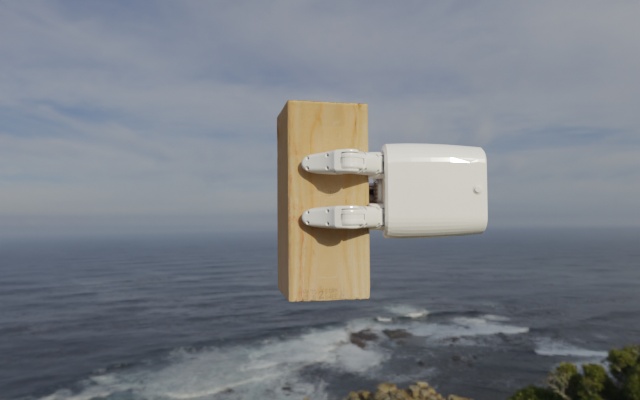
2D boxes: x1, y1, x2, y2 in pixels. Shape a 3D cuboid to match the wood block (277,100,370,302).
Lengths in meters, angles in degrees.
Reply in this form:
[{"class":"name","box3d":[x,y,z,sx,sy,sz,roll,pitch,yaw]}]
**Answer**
[{"class":"wood block","box3d":[0.000,0.002,0.537,0.090,0.206,0.091,0,-2,-12]}]
